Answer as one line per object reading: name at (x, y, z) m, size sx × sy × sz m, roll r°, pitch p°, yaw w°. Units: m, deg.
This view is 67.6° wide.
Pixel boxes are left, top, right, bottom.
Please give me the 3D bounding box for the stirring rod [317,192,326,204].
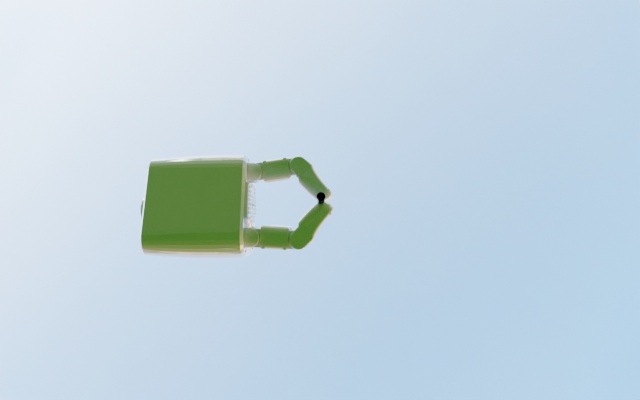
stirring rod at (0.000, 0.002, 0.543) m, size 0.011 × 0.011 × 0.239 m, roll 0°, pitch -3°, yaw 0°
